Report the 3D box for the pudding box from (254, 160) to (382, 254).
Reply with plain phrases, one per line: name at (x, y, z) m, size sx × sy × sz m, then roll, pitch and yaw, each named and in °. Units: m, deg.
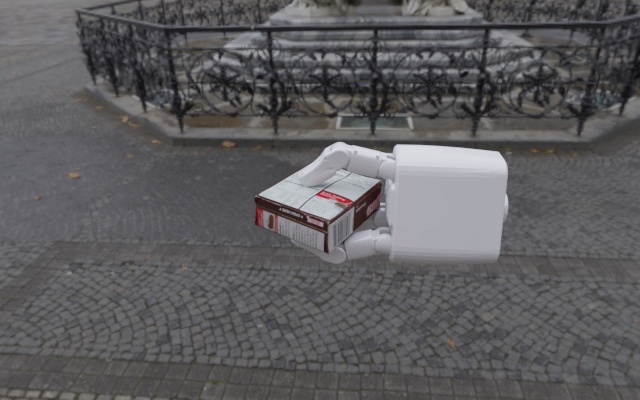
pudding box at (0.000, 0.001, 0.498) m, size 0.090 × 0.039 × 0.113 m, roll 18°, pitch 31°, yaw 27°
